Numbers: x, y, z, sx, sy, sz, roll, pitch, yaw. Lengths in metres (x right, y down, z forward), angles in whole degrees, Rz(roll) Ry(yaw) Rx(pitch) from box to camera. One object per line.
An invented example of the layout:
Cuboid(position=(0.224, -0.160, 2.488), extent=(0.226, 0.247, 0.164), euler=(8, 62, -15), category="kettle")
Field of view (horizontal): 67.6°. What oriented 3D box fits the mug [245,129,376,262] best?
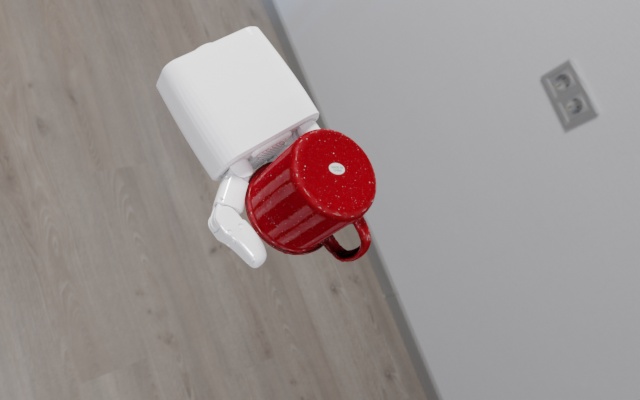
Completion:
Cuboid(position=(0.001, 0.002, 0.408), extent=(0.093, 0.117, 0.081), euler=(-33, -1, -38), category="mug")
